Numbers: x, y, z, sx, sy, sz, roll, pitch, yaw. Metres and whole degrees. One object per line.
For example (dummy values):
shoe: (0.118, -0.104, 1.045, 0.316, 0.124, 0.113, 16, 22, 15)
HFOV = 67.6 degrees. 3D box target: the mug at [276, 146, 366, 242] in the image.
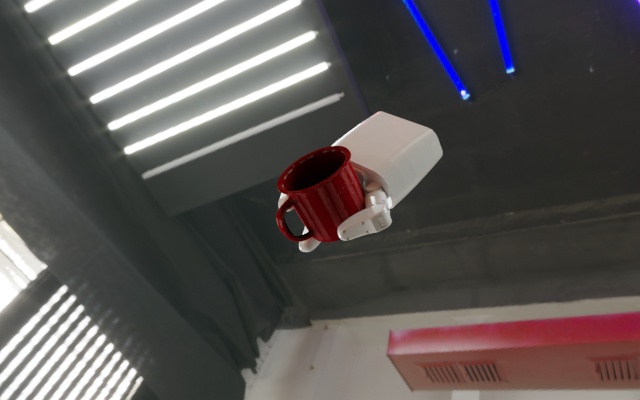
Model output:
mug: (-0.001, 0.003, 0.558, 0.117, 0.081, 0.093, -41, 31, -23)
